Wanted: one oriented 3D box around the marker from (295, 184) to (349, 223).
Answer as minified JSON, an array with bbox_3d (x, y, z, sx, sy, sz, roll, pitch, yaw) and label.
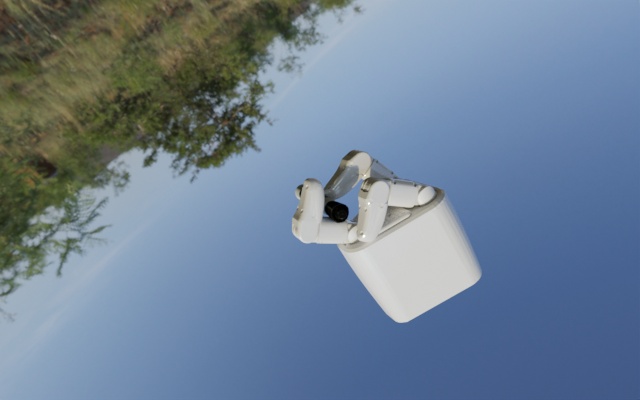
[{"bbox_3d":[0.000,0.002,0.499,0.020,0.020,0.121,0,11,-21],"label":"marker"}]
